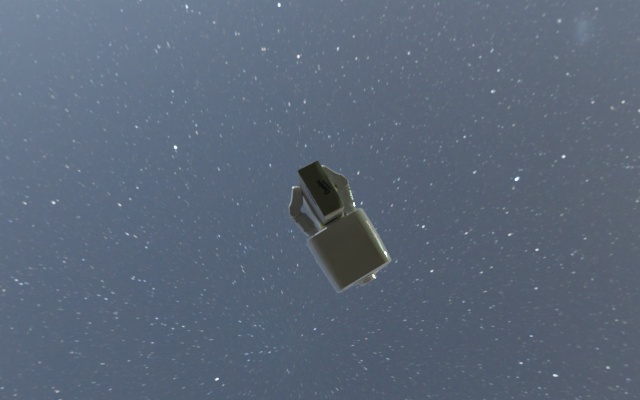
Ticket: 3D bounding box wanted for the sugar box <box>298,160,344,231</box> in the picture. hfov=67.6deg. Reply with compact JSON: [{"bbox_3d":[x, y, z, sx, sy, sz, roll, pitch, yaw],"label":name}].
[{"bbox_3d":[0.001,0.003,0.856,0.048,0.093,0.176,-28,-13,-11],"label":"sugar box"}]
